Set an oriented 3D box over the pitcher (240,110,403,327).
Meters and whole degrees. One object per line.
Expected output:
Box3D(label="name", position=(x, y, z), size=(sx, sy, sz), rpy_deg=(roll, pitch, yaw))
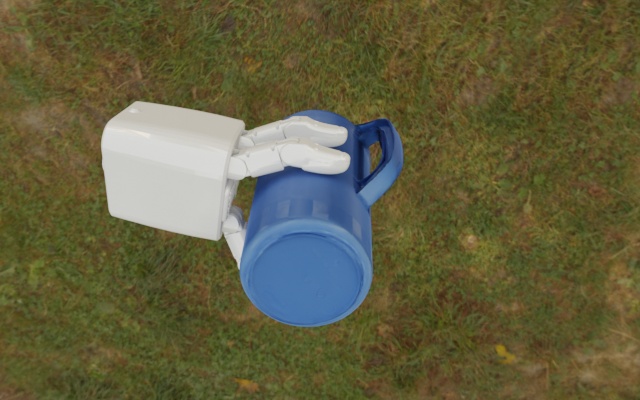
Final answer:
Box3D(label="pitcher", position=(0.000, 0.002, 0.479), size=(0.145, 0.149, 0.242), rpy_deg=(12, 28, -5))
